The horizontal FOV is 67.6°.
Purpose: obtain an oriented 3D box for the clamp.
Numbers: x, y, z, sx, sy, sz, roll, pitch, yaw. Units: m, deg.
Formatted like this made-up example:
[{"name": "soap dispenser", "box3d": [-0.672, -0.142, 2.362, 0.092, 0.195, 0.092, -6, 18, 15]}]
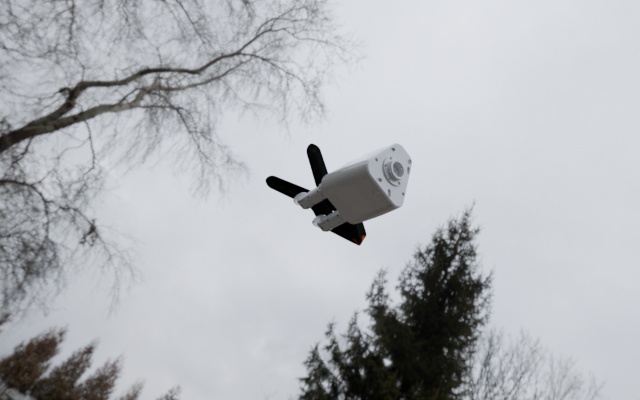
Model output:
[{"name": "clamp", "box3d": [0.001, 0.003, 0.868, 0.164, 0.210, 0.036, -20, 26, 50]}]
